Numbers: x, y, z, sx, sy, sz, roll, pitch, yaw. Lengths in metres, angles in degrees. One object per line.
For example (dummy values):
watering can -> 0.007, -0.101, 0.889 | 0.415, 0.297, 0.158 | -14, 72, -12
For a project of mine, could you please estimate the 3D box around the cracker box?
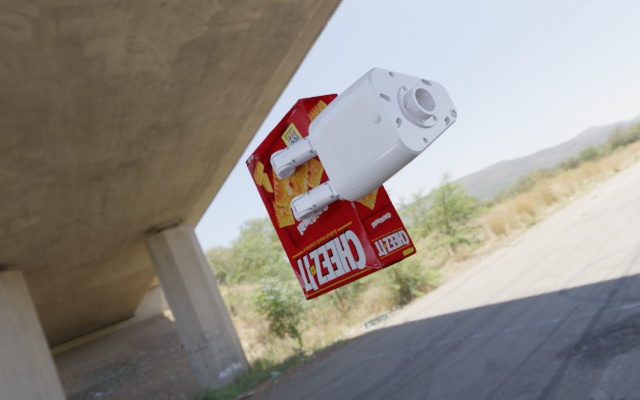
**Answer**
cracker box -> 0.000, 0.002, 0.599 | 0.072, 0.213, 0.164 | -18, -12, -38
